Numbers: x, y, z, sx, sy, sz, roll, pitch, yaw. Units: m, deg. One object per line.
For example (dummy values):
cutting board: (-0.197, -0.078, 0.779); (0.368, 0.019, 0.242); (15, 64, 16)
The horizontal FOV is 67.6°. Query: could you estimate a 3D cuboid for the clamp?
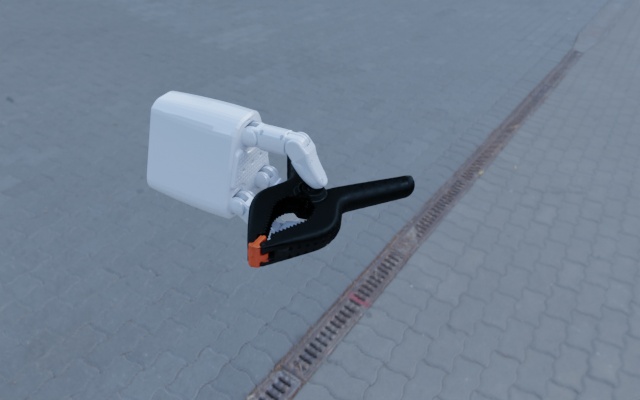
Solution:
clamp: (0.000, 0.001, 0.500); (0.164, 0.036, 0.210); (18, 39, 16)
